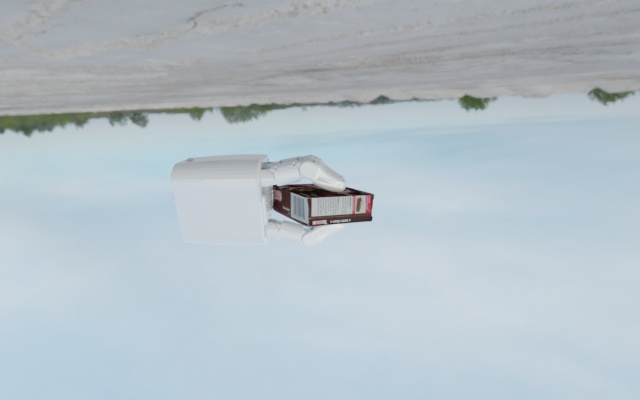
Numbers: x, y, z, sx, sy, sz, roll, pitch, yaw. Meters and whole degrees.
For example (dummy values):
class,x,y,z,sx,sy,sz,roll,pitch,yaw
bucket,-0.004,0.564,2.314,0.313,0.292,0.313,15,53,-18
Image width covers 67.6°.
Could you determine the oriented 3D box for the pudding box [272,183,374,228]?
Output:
class,x,y,z,sx,sy,sz,roll,pitch,yaw
pudding box,0.000,0.002,0.600,0.090,0.039,0.113,-4,13,-26
